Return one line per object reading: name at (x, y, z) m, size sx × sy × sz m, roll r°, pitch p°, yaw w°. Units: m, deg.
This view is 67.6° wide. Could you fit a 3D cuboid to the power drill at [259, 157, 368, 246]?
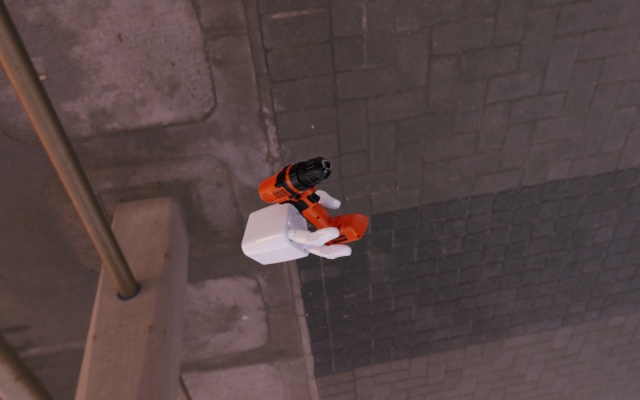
power drill at (0.000, 0.003, 0.877) m, size 0.188 × 0.057 × 0.184 m, roll 42°, pitch -35°, yaw -24°
